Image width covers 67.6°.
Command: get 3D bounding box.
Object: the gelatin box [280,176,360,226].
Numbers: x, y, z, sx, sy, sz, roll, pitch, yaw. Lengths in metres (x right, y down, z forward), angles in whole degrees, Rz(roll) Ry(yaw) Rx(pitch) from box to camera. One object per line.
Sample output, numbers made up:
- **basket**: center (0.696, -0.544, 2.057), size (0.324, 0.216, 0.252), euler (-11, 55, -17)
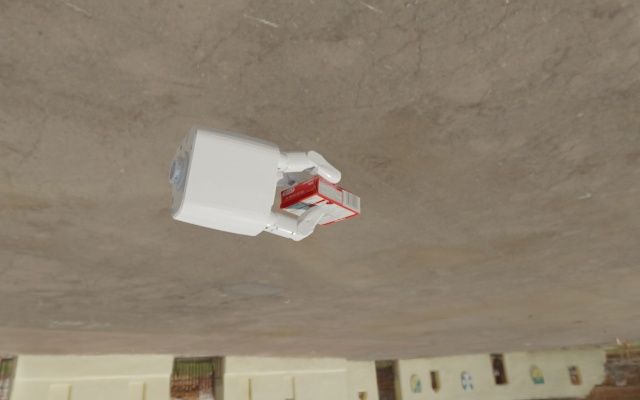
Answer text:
- **gelatin box**: center (0.000, 0.003, 0.664), size (0.089, 0.030, 0.073), euler (25, -33, -39)
